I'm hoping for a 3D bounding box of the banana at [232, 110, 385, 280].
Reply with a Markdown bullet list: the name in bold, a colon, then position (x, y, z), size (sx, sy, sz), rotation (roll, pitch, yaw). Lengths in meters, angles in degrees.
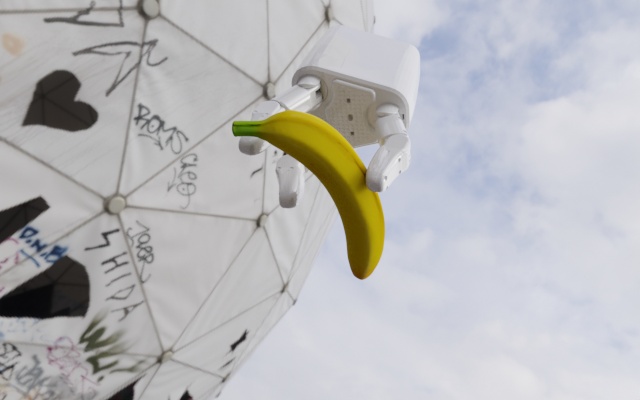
- **banana**: position (0.014, -0.006, 0.403), size (0.069, 0.198, 0.037), rotation (-20, 33, 30)
